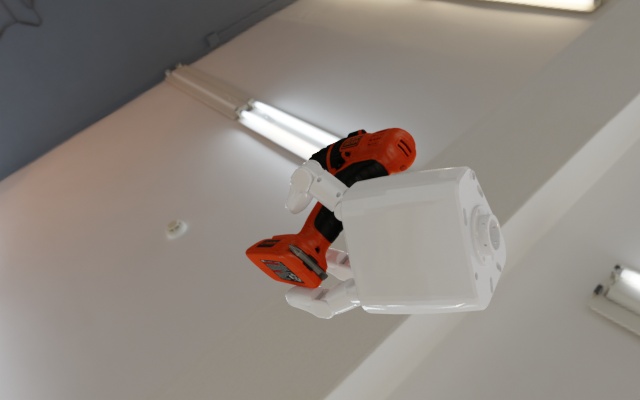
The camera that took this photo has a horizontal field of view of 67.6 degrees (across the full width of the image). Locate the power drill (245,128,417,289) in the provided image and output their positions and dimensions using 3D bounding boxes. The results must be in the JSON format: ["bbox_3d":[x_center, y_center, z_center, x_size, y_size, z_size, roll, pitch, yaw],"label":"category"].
[{"bbox_3d":[0.000,0.002,0.526,0.057,0.187,0.184,43,-22,-19],"label":"power drill"}]
